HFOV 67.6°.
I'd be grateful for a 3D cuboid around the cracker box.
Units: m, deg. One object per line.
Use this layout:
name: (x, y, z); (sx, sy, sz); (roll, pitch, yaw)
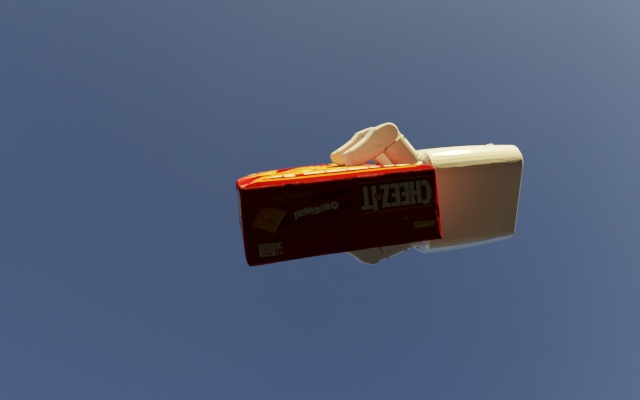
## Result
cracker box: (0.000, 0.002, 0.481); (0.164, 0.072, 0.213); (-7, 5, -10)
